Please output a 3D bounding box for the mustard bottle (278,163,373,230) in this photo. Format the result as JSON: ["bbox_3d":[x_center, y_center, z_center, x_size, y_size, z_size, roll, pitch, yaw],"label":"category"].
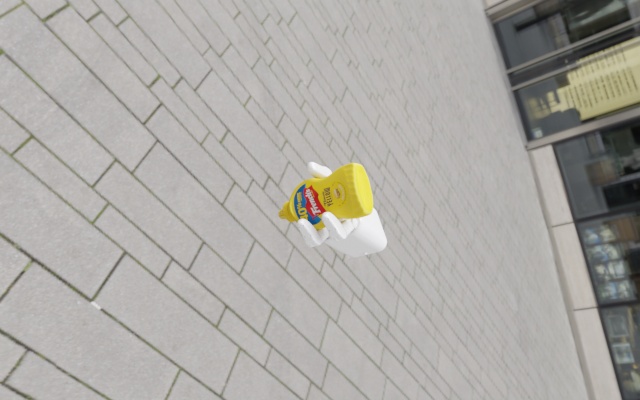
[{"bbox_3d":[0.000,0.003,0.884,0.191,0.096,0.058,-18,-10,32],"label":"mustard bottle"}]
